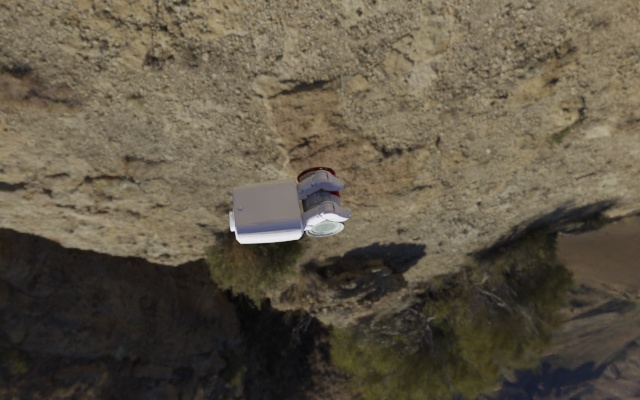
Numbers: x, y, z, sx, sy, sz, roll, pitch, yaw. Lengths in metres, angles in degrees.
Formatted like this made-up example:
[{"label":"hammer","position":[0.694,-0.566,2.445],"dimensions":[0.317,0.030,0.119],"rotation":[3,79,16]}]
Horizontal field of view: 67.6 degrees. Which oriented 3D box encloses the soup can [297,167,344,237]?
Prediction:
[{"label":"soup can","position":[0.001,0.003,0.814],"dimensions":[0.068,0.102,0.068],"rotation":[-8,-25,-4]}]
